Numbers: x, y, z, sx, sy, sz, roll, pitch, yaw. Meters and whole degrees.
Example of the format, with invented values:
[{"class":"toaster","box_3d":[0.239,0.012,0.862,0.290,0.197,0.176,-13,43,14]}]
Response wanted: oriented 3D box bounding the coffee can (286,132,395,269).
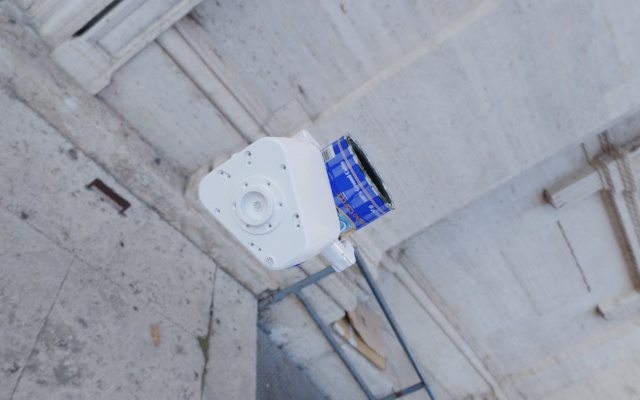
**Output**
[{"class":"coffee can","box_3d":[0.000,0.002,0.555,0.140,0.103,0.103,-32,-9,14]}]
